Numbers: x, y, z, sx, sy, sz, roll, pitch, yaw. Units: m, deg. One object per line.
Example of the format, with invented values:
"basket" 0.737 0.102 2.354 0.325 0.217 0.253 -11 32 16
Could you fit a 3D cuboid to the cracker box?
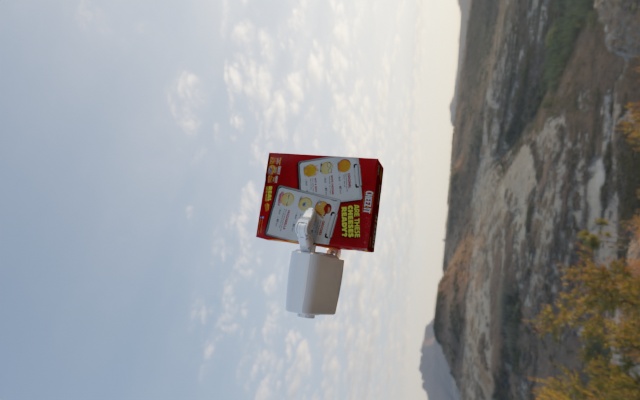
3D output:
"cracker box" 0.000 0.003 0.882 0.213 0.164 0.072 5 -9 18
